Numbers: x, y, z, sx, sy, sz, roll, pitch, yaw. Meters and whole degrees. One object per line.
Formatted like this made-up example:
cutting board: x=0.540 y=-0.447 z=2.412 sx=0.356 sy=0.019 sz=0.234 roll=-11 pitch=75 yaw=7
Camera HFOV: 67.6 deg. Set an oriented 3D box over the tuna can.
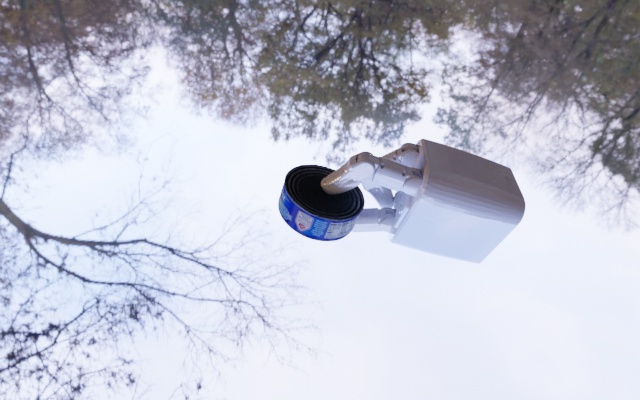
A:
tuna can: x=0.000 y=0.002 z=0.494 sx=0.086 sy=0.034 sz=0.086 roll=14 pitch=38 yaw=-11
